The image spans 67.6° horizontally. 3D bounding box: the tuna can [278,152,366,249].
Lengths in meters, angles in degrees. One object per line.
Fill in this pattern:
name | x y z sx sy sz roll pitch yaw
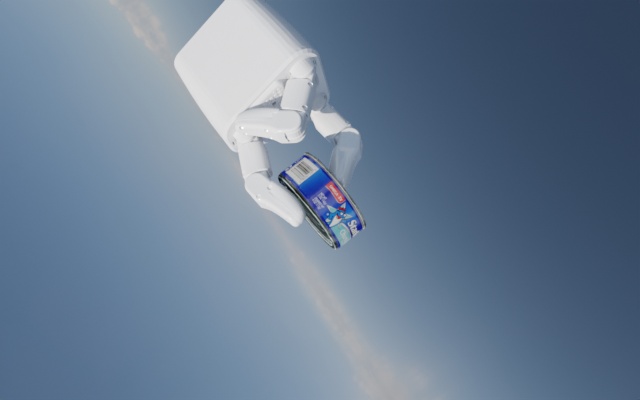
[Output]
tuna can | 0.000 0.002 0.423 0.034 0.086 0.086 -38 6 -8
